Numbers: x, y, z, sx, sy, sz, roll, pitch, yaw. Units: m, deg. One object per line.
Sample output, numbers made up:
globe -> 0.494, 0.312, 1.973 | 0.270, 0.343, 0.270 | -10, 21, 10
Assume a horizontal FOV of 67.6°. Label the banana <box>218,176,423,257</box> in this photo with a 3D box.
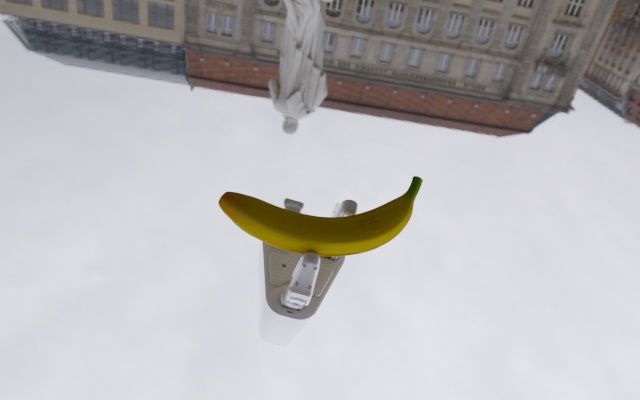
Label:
banana -> 0.006, 0.019, 0.451 | 0.198, 0.069, 0.037 | -5, -9, -16
